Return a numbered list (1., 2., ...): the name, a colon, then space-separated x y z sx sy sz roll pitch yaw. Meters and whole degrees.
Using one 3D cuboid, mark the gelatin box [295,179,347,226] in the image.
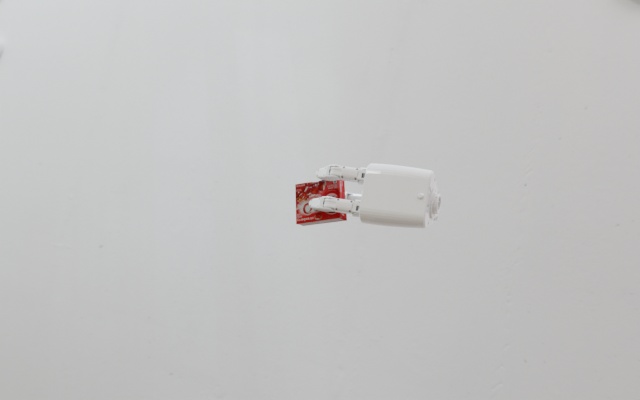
1. gelatin box: 0.000 0.003 0.837 0.089 0.073 0.030 -8 -15 25
